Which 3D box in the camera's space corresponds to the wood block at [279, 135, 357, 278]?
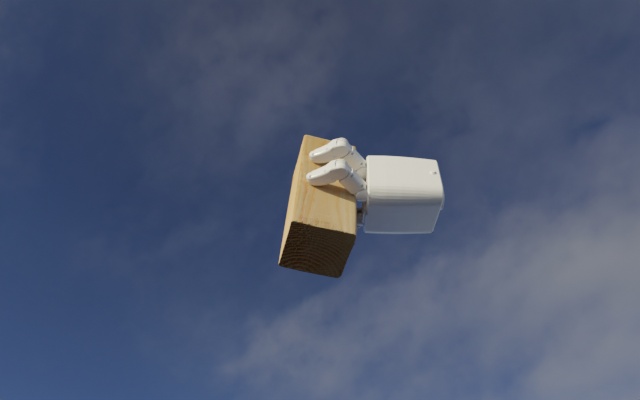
[{"bbox_3d":[0.000,0.003,0.711,0.090,0.091,0.206,12,39,-6],"label":"wood block"}]
